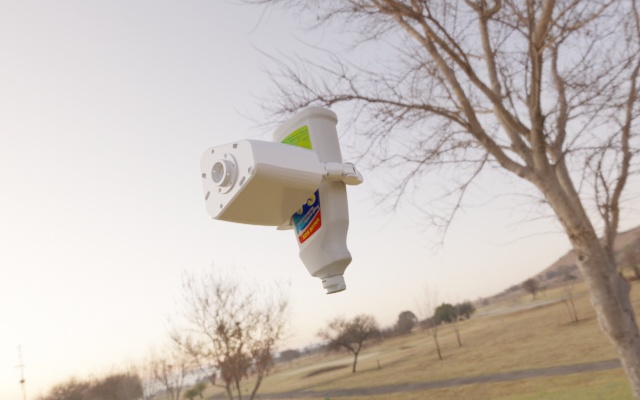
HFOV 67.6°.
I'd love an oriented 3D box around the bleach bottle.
[{"bbox_3d":[0.000,0.002,0.667,0.102,0.250,0.068,-27,-22,38],"label":"bleach bottle"}]
